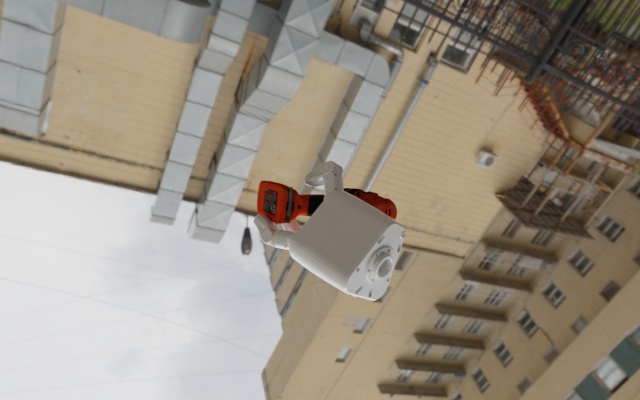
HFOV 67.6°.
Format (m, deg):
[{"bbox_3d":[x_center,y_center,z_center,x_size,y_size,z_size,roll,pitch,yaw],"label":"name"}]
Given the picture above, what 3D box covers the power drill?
[{"bbox_3d":[0.000,0.003,0.750,0.187,0.057,0.184,2,5,-26],"label":"power drill"}]
